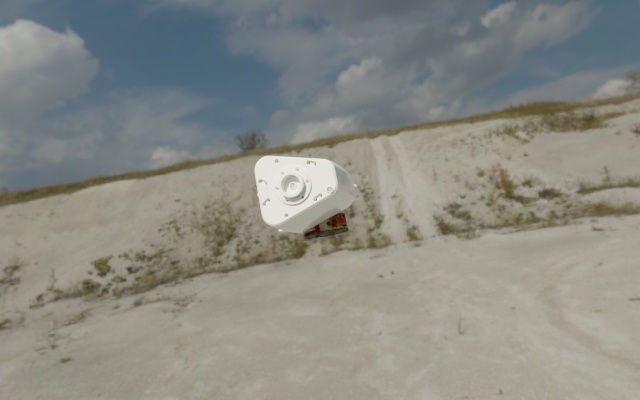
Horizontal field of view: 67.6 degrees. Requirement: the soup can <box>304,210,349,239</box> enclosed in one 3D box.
[{"bbox_3d":[0.000,0.002,0.729,0.068,0.102,0.068,-11,-9,-2],"label":"soup can"}]
